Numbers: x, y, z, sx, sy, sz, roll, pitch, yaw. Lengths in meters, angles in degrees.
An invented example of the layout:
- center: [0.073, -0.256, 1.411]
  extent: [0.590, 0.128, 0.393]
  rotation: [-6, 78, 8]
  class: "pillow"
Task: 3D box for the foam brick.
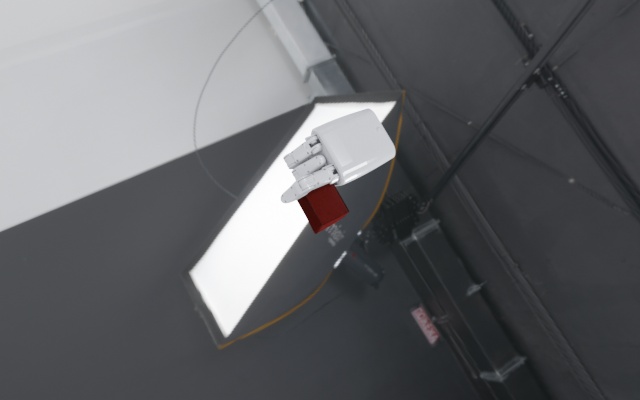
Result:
- center: [0.000, 0.003, 0.746]
  extent: [0.051, 0.078, 0.053]
  rotation: [-26, -9, -21]
  class: "foam brick"
